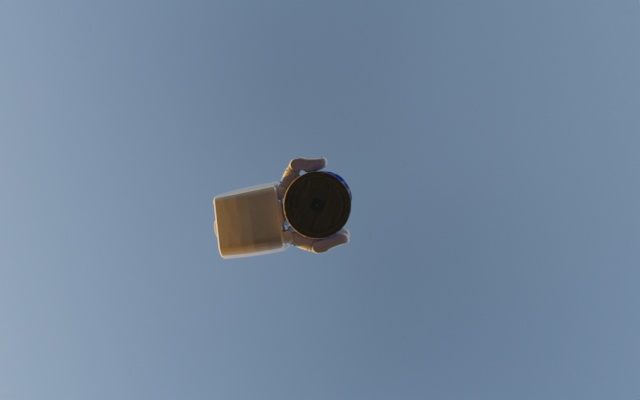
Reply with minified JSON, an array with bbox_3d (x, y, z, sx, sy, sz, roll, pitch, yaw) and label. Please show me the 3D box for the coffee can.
[{"bbox_3d":[0.000,0.002,0.786,0.103,0.103,0.140,0,4,4],"label":"coffee can"}]
